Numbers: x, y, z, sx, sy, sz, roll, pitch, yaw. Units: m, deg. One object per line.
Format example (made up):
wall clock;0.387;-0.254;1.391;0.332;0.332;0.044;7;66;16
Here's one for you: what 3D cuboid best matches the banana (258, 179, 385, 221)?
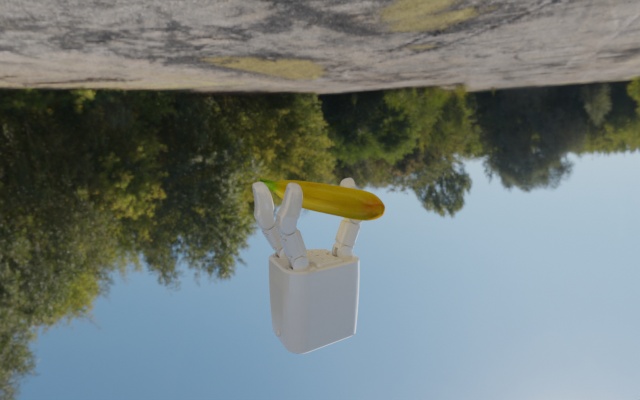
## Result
banana;0.010;0.000;0.581;0.198;0.037;0.069;10;10;42
